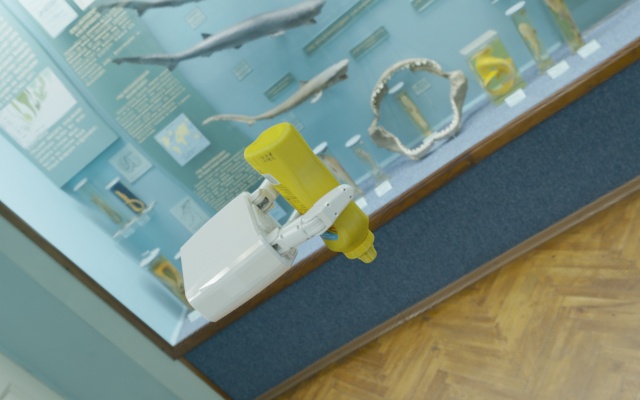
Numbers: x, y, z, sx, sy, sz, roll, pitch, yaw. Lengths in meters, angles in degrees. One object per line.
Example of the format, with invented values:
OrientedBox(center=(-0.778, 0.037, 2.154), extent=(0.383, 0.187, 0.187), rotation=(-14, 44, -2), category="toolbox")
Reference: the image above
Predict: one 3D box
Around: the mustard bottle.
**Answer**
OrientedBox(center=(0.000, 0.001, 0.537), extent=(0.058, 0.192, 0.096), rotation=(-47, 20, -16), category="mustard bottle")
